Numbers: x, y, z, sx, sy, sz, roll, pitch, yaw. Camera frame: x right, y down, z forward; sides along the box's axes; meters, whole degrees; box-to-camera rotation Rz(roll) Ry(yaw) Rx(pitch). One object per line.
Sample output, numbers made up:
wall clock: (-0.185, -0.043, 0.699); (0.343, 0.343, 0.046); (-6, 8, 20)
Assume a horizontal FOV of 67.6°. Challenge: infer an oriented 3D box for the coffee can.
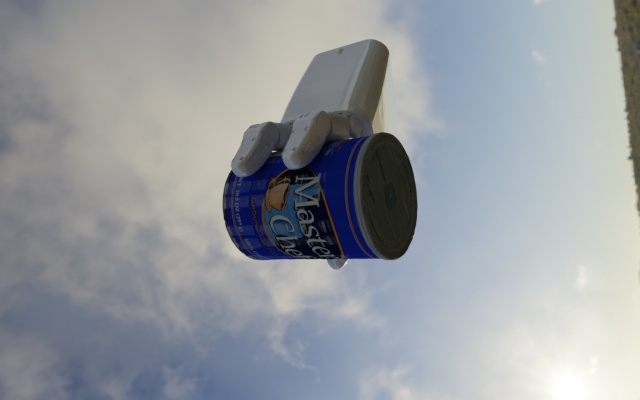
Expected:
coffee can: (0.000, 0.002, 0.420); (0.140, 0.103, 0.103); (-5, -3, 34)
